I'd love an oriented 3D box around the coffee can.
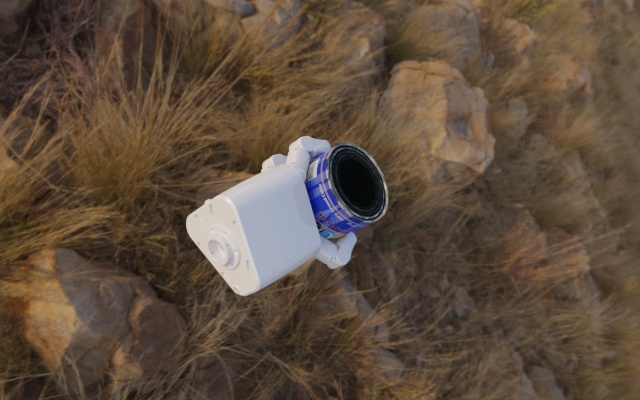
[{"bbox_3d":[0.000,0.002,0.607,0.103,0.102,0.140,0,-20,-45],"label":"coffee can"}]
